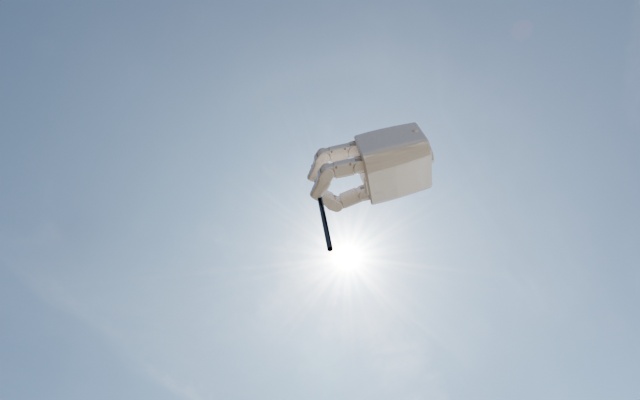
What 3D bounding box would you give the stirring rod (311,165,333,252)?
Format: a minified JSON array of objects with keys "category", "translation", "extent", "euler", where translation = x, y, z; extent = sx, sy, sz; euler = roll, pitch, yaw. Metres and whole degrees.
[{"category":"stirring rod","translation":[0.000,0.003,0.750],"extent":[0.011,0.011,0.239],"euler":[0,32,-7]}]
